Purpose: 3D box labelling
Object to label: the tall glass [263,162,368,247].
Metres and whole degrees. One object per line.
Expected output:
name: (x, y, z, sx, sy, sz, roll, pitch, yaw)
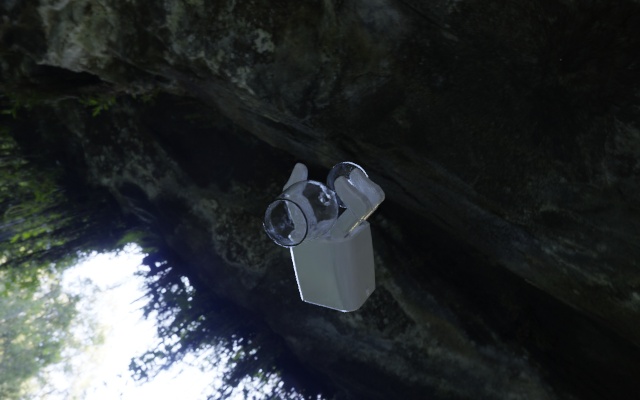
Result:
tall glass: (0.000, 0.002, 0.661, 0.079, 0.079, 0.201, 0, 15, 27)
